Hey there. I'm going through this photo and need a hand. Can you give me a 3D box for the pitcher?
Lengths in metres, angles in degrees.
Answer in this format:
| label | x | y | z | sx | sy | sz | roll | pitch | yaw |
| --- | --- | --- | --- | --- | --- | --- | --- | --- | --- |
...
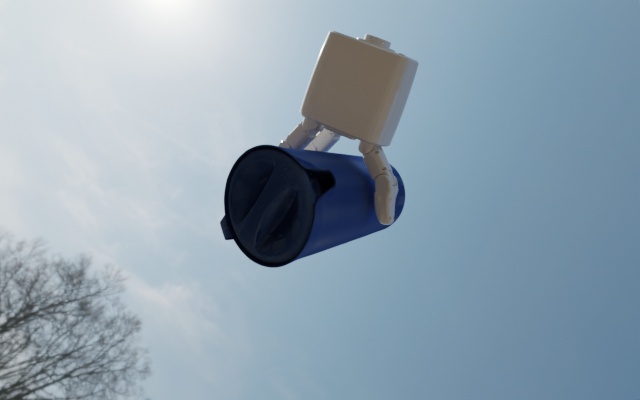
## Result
| label | x | y | z | sx | sy | sz | roll | pitch | yaw |
| --- | --- | --- | --- | --- | --- | --- | --- | --- | --- |
| pitcher | 0.000 | 0.002 | 0.611 | 0.149 | 0.145 | 0.243 | 28 | 19 | 32 |
